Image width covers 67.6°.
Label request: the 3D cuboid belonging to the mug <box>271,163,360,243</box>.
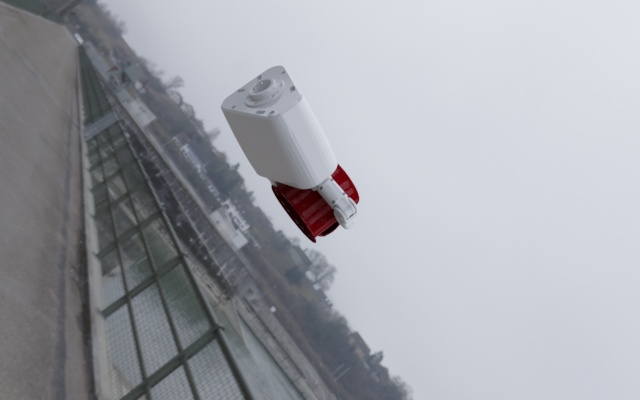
[{"bbox_3d":[0.001,0.003,0.627,0.081,0.117,0.093,-37,43,-10],"label":"mug"}]
